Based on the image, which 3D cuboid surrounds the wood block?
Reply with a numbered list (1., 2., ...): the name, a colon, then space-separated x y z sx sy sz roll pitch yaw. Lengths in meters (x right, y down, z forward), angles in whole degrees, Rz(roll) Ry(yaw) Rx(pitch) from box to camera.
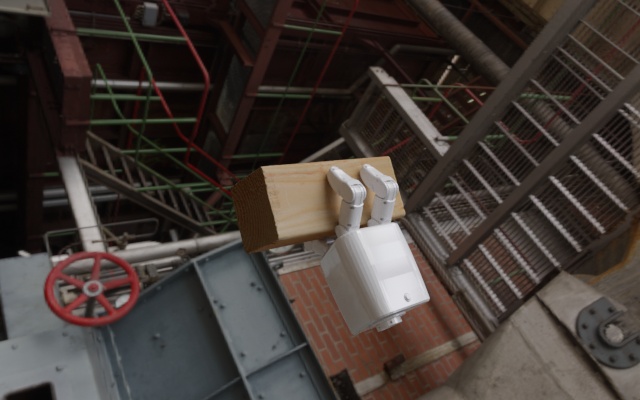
1. wood block: 0.000 0.003 0.631 0.206 0.090 0.091 -8 -11 -37
